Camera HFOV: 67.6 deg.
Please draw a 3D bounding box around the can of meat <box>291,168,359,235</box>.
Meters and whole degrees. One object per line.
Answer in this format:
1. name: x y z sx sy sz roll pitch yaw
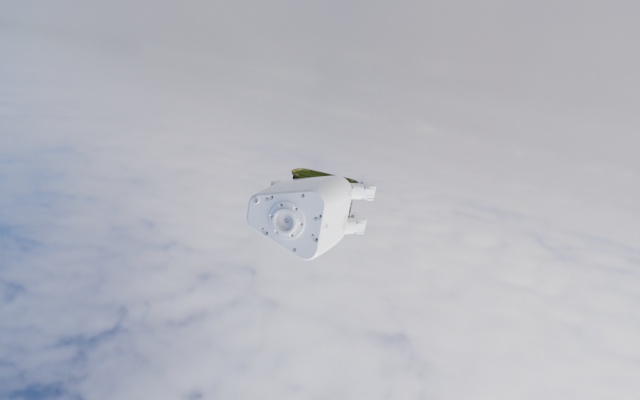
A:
1. can of meat: 0.000 0.003 0.741 0.102 0.084 0.057 14 14 14
